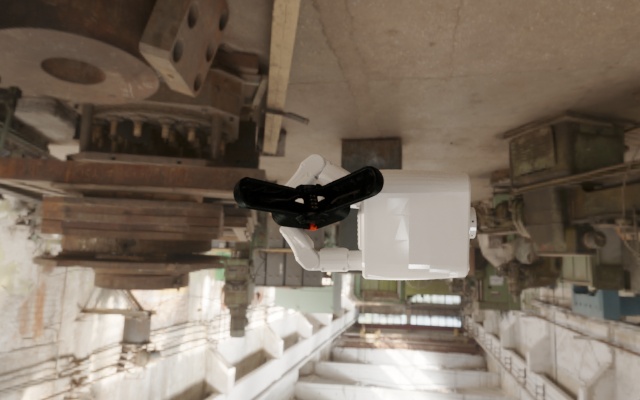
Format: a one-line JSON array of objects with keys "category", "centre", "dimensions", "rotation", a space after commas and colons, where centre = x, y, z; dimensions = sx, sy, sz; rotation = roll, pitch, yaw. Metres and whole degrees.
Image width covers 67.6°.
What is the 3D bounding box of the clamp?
[{"category": "clamp", "centre": [0.000, 0.002, 0.448], "dimensions": [0.120, 0.039, 0.171], "rotation": [-1, -9, 8]}]
